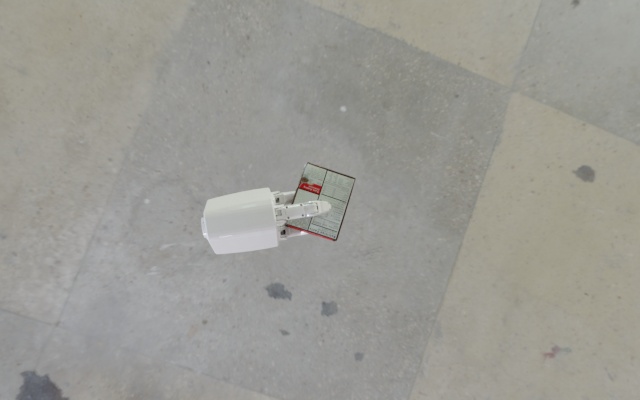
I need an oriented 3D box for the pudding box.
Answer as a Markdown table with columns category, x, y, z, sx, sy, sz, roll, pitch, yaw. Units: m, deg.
| category | x | y | z | sx | sy | sz | roll | pitch | yaw |
| --- | --- | --- | --- | --- | --- | --- | --- | --- | --- |
| pudding box | 0.000 | 0.003 | 0.793 | 0.090 | 0.113 | 0.039 | 19 | -5 | -4 |
